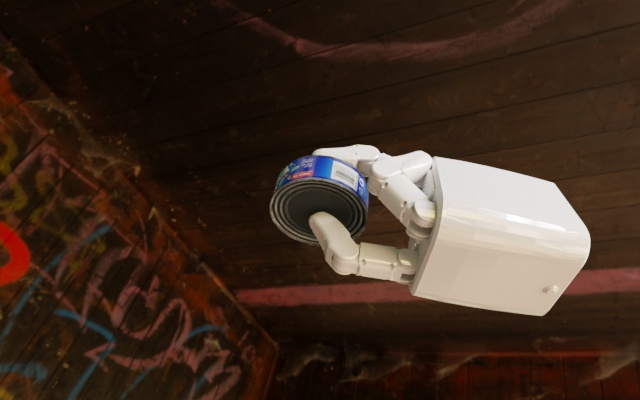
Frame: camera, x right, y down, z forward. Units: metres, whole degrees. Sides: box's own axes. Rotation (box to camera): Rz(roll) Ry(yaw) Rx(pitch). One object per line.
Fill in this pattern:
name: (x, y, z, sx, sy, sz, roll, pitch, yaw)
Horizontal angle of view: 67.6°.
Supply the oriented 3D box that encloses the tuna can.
tuna can: (0.000, 0.001, 0.424, 0.086, 0.033, 0.086, 5, -43, 5)
